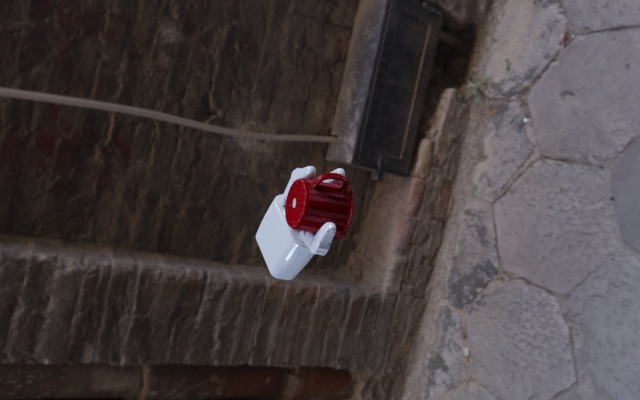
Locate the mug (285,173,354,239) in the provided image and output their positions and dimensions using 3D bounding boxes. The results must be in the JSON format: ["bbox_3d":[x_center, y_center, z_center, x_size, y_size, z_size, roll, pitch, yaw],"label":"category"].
[{"bbox_3d":[0.001,0.002,0.747,0.081,0.093,0.117,10,-47,-26],"label":"mug"}]
